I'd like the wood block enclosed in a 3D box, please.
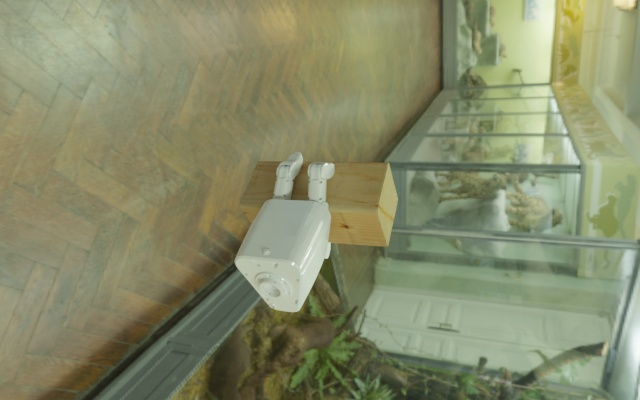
[{"bbox_3d":[0.000,0.003,0.710,0.206,0.090,0.091,3,-35,22],"label":"wood block"}]
